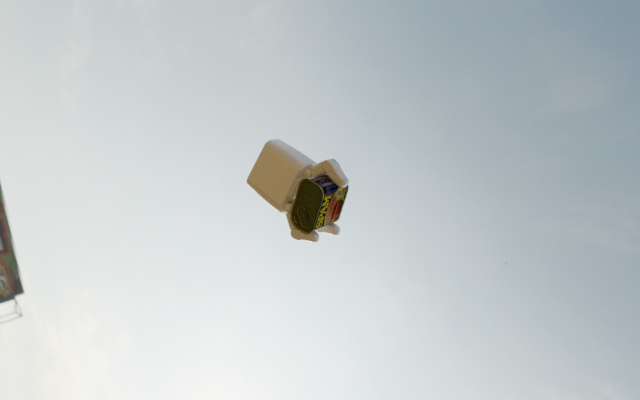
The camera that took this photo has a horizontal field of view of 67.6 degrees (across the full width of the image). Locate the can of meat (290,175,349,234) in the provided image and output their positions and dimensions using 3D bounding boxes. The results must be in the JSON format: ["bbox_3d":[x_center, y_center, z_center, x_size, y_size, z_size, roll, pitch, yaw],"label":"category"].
[{"bbox_3d":[0.000,0.003,0.879,0.057,0.102,0.084,33,31,29],"label":"can of meat"}]
